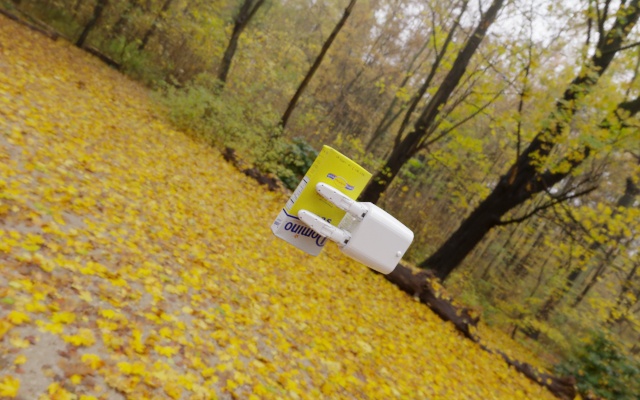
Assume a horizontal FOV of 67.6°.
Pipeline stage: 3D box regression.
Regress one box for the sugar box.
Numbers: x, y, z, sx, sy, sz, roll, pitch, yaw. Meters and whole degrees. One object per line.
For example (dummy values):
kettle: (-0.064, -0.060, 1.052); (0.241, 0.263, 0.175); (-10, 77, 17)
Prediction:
sugar box: (0.000, 0.003, 0.823); (0.093, 0.176, 0.048); (31, 4, -22)
